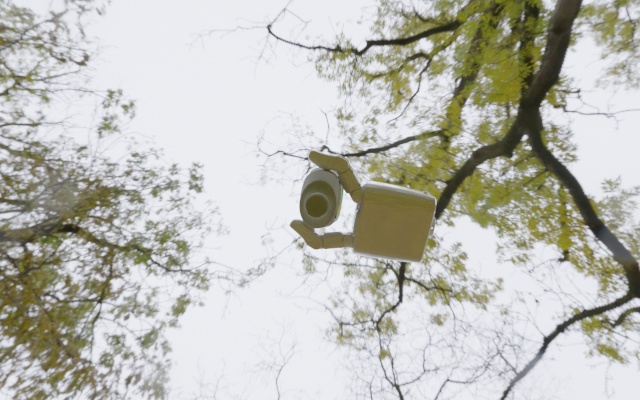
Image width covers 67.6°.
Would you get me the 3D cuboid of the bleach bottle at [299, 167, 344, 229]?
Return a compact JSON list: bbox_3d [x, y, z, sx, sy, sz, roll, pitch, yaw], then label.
[{"bbox_3d":[0.000,0.002,0.720,0.068,0.102,0.251,8,7,2],"label":"bleach bottle"}]
